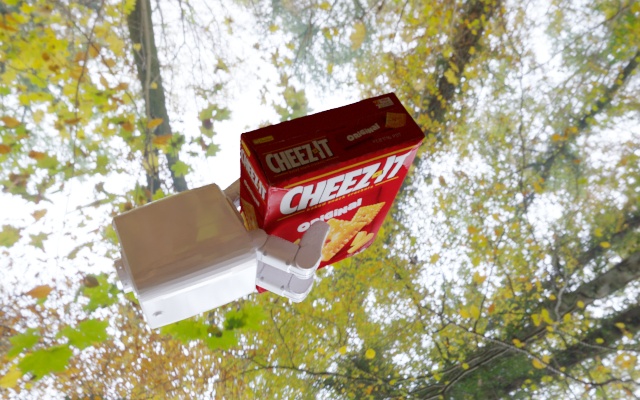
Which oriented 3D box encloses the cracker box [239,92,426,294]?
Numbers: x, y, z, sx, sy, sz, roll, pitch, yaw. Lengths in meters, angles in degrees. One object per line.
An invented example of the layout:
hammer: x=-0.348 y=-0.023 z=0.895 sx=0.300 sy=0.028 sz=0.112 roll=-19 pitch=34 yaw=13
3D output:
cracker box: x=0.000 y=0.002 z=0.510 sx=0.164 sy=0.072 sz=0.214 roll=-20 pitch=-28 yaw=-22
